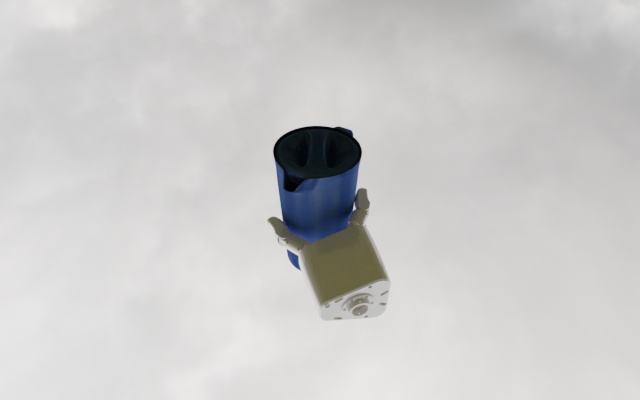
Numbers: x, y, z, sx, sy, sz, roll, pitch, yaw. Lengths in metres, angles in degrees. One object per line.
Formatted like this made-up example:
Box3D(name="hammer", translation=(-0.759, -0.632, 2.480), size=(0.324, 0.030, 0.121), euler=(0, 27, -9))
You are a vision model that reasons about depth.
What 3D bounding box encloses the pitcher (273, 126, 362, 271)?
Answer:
Box3D(name="pitcher", translation=(0.000, 0.003, 0.796), size=(0.149, 0.243, 0.145), euler=(-11, 44, -13))
